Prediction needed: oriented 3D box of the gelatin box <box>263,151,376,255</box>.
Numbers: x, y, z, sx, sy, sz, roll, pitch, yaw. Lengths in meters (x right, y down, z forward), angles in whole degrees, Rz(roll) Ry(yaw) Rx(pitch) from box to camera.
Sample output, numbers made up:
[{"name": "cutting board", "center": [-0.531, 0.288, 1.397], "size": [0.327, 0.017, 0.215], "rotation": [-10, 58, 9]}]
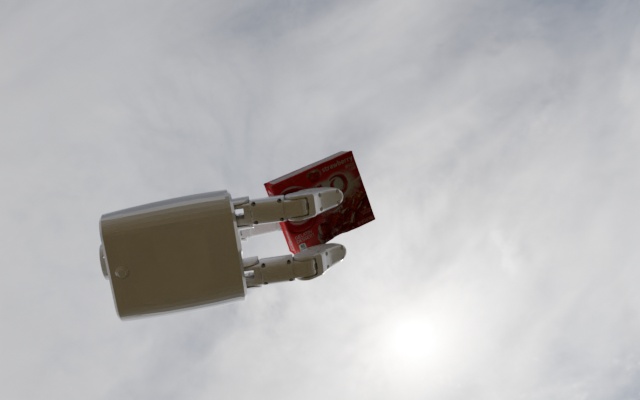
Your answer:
[{"name": "gelatin box", "center": [0.000, 0.001, 0.459], "size": [0.089, 0.073, 0.030], "rotation": [-24, 13, -16]}]
